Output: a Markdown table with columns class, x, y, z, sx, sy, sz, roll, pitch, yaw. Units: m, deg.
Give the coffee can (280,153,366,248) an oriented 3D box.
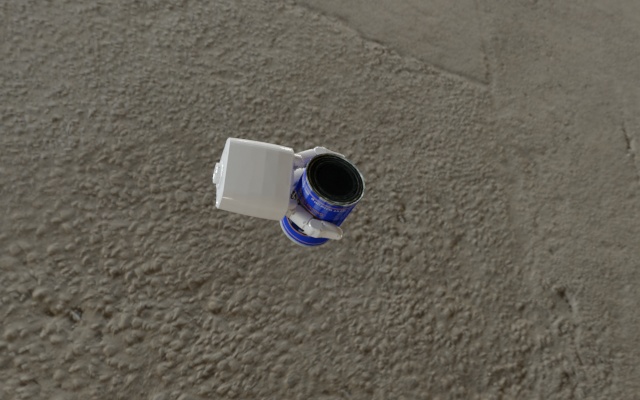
| class | x | y | z | sx | sy | sz | roll | pitch | yaw |
| --- | --- | --- | --- | --- | --- | --- | --- | --- | --- |
| coffee can | 0.000 | 0.003 | 0.804 | 0.103 | 0.102 | 0.140 | 0 | -32 | -25 |
